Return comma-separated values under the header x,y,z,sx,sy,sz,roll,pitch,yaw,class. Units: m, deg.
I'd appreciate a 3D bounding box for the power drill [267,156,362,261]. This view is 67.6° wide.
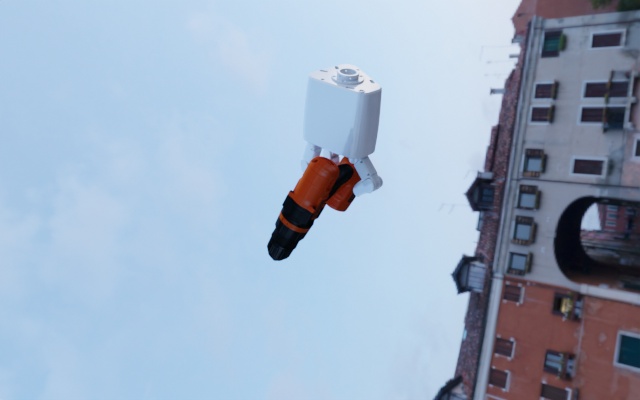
x,y,z,sx,sy,sz,roll,pitch,yaw,class
0.000,0.002,0.764,0.057,0.184,0.187,38,27,12,power drill
